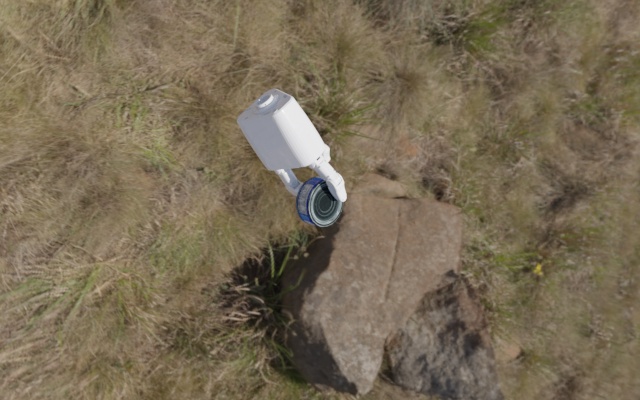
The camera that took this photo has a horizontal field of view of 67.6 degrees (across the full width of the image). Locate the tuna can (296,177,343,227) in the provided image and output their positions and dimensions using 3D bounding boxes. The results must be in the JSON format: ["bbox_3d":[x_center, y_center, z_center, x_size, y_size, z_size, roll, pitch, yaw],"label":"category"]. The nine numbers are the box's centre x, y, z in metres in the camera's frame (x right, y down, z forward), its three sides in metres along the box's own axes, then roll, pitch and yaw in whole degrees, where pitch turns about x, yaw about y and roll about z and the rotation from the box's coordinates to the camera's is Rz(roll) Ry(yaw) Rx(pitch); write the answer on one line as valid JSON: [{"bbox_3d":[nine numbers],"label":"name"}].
[{"bbox_3d":[0.001,0.003,0.836,0.086,0.086,0.033,0,9,-43],"label":"tuna can"}]
